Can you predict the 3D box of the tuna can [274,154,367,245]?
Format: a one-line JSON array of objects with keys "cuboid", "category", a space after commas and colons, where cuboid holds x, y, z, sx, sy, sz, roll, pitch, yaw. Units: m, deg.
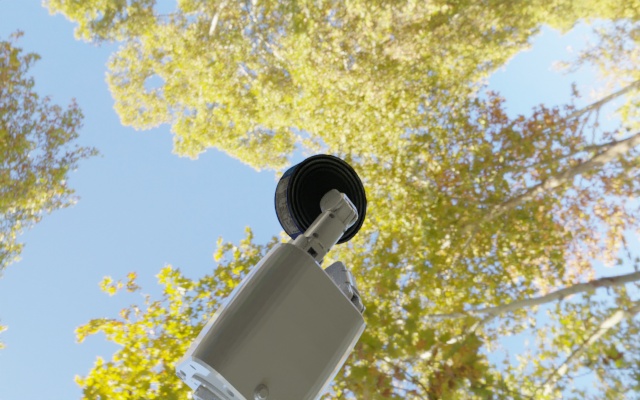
[{"cuboid": [0.000, 0.002, 0.452, 0.086, 0.086, 0.034, 0, -11, -33], "category": "tuna can"}]
